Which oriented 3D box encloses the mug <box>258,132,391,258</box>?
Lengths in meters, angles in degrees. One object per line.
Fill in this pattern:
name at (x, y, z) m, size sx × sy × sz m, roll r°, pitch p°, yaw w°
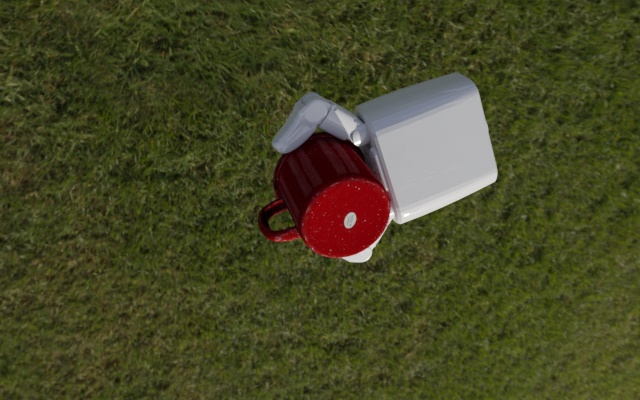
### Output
mug at (-0.001, 0.002, 0.423) m, size 0.117 × 0.093 × 0.081 m, roll -22°, pitch 34°, yaw -5°
